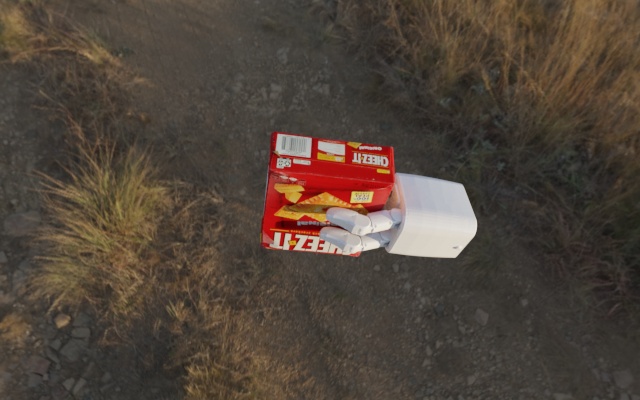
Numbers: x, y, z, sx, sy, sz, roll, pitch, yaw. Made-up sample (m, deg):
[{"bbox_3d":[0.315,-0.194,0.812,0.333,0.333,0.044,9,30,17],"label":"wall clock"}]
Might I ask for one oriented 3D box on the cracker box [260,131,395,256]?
[{"bbox_3d":[0.000,0.002,0.694,0.164,0.072,0.214,7,-34,-6],"label":"cracker box"}]
